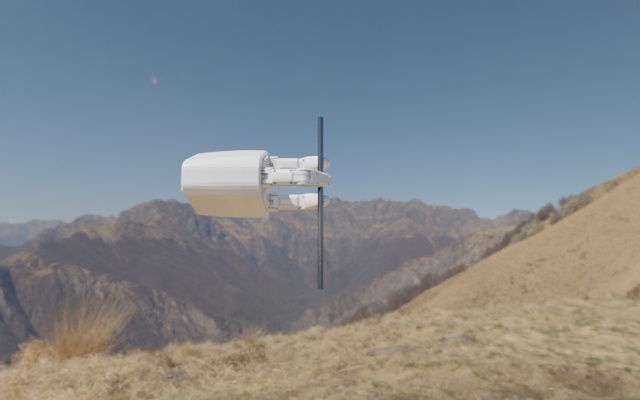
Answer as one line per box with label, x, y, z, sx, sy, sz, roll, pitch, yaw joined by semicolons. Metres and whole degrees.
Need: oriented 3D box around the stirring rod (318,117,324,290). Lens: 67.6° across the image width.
stirring rod;0.000;0.002;0.666;0.011;0.239;0.011;0;-4;0
